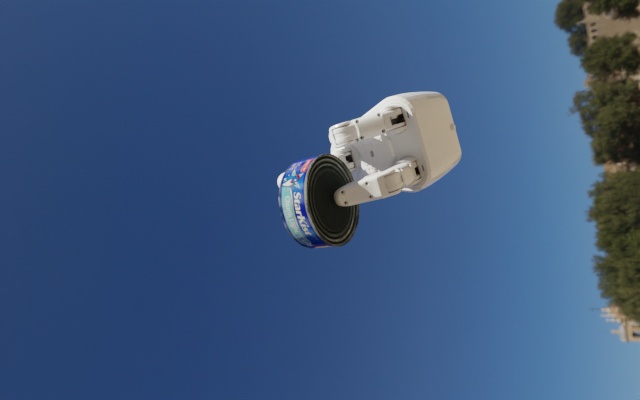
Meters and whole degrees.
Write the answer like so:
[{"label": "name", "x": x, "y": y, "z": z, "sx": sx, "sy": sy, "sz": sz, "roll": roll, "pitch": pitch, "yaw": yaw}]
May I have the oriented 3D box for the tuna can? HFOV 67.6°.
[{"label": "tuna can", "x": 0.000, "y": 0.002, "z": 0.445, "sx": 0.034, "sy": 0.086, "sz": 0.086, "roll": -9, "pitch": -5, "yaw": 35}]
